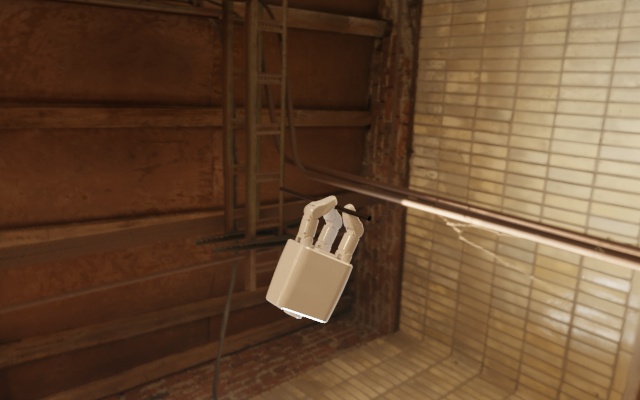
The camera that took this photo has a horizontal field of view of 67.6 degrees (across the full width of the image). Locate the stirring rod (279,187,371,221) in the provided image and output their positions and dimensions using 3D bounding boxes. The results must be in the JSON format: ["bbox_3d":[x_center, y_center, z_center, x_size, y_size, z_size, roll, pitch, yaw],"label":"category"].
[{"bbox_3d":[0.000,0.003,0.826,0.011,0.011,0.239,0,12,-40],"label":"stirring rod"}]
